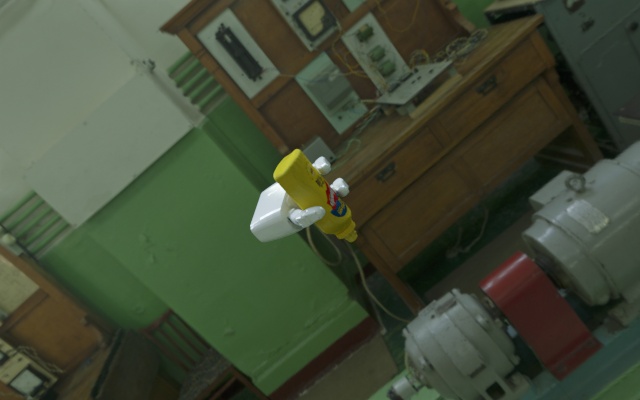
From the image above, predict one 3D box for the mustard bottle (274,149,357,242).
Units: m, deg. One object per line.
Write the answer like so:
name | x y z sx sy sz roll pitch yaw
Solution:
mustard bottle | 0.000 0.002 0.848 0.058 0.192 0.096 -35 18 20
